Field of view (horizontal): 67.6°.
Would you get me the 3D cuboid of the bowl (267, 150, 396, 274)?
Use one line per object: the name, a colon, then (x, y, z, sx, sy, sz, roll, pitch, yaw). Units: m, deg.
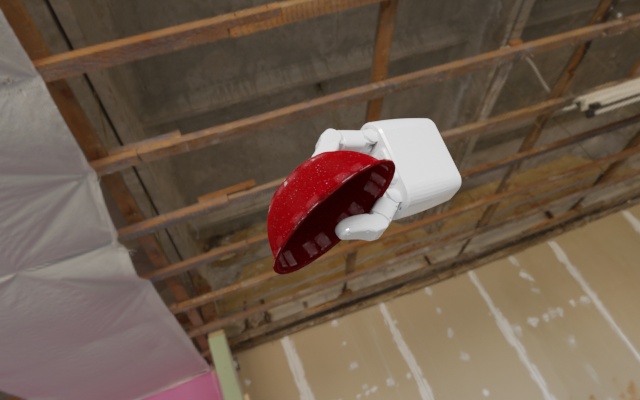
bowl: (-0.001, 0.001, 0.488, 0.055, 0.162, 0.162, 47, 18, 18)
